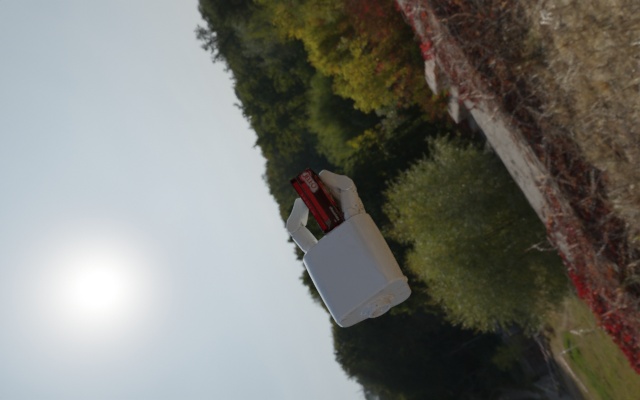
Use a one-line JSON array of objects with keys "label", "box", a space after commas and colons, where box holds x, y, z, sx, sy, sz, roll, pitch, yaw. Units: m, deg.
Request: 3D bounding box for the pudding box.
[{"label": "pudding box", "box": [0.000, 0.002, 0.697, 0.039, 0.090, 0.113, -33, -4, 1]}]
